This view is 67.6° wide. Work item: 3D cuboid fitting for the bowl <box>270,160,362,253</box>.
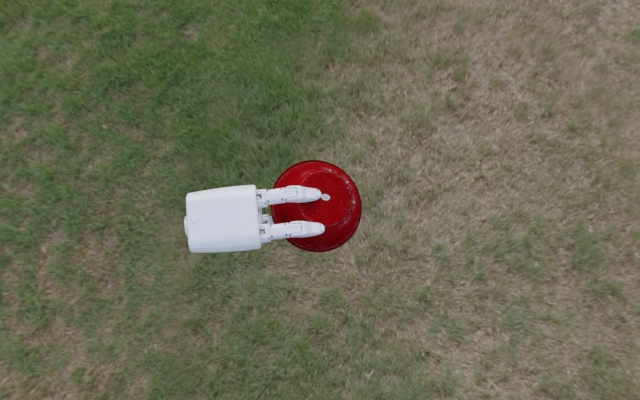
[{"bbox_3d":[0.001,0.002,0.789,0.162,0.162,0.055,0,-13,-15],"label":"bowl"}]
